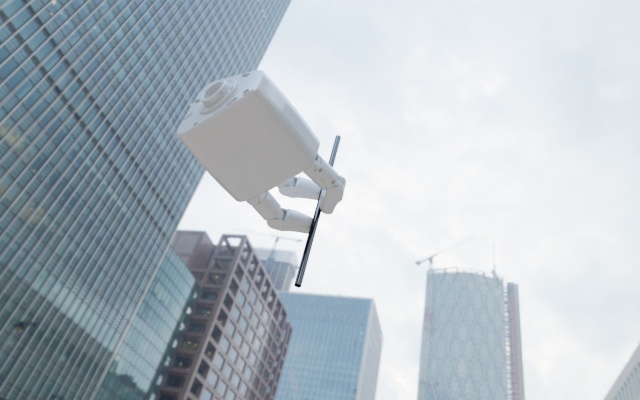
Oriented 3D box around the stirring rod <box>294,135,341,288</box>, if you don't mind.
[{"bbox_3d":[0.000,0.002,0.592,0.011,0.239,0.011,9,-39,8],"label":"stirring rod"}]
